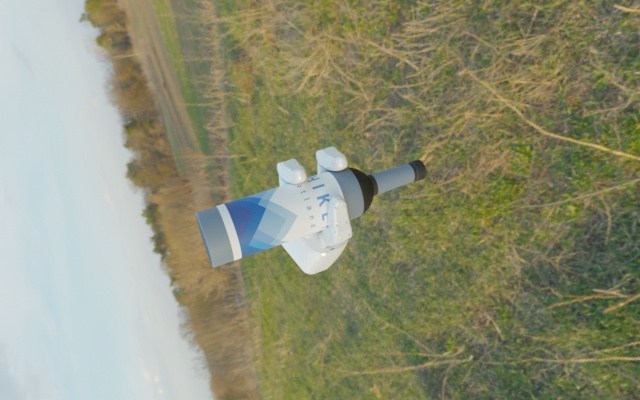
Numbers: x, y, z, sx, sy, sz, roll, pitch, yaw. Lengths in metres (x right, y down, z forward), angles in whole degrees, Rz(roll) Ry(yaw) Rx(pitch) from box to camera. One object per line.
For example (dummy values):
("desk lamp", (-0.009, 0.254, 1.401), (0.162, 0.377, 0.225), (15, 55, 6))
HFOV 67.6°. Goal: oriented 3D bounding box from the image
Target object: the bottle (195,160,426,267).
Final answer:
("bottle", (0.000, 0.002, 0.591), (0.295, 0.069, 0.069), (-18, 6, -17))
